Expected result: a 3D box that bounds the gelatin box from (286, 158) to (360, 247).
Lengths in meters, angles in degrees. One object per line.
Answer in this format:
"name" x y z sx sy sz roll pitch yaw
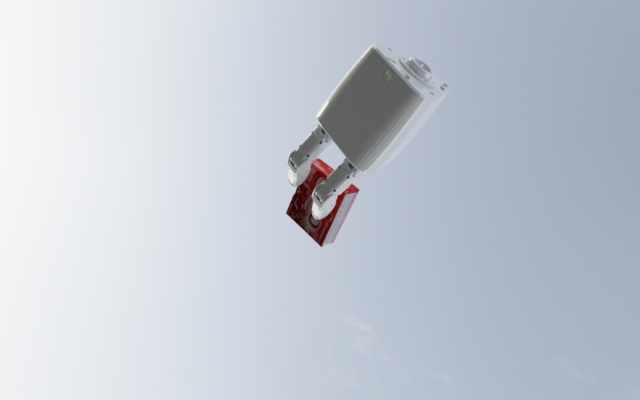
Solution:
"gelatin box" 0.000 0.002 0.610 0.073 0.089 0.030 41 34 28
